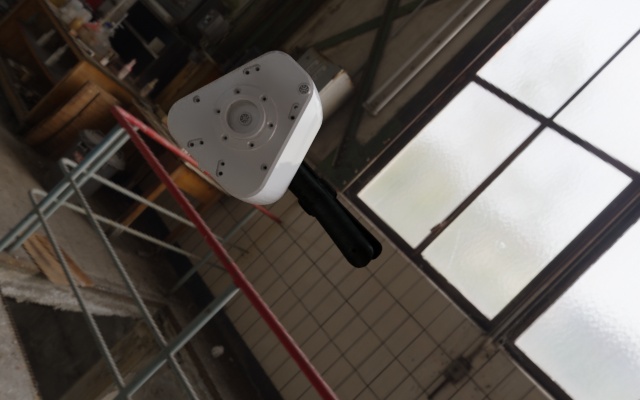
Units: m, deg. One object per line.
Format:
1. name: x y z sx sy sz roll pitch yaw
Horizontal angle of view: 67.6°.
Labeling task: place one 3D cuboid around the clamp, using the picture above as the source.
1. clamp: 0.000 0.001 0.475 0.039 0.171 0.120 -45 -2 1
